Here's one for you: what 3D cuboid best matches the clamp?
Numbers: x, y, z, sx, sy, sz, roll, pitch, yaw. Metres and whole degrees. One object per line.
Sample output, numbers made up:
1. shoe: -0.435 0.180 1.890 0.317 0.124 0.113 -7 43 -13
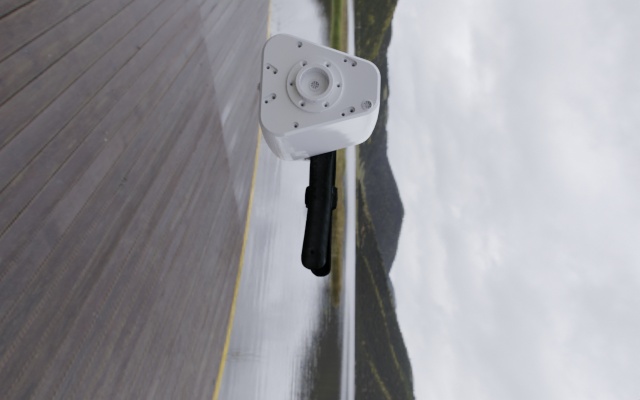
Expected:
1. clamp: 0.001 0.002 0.520 0.039 0.171 0.120 1 -4 -1
